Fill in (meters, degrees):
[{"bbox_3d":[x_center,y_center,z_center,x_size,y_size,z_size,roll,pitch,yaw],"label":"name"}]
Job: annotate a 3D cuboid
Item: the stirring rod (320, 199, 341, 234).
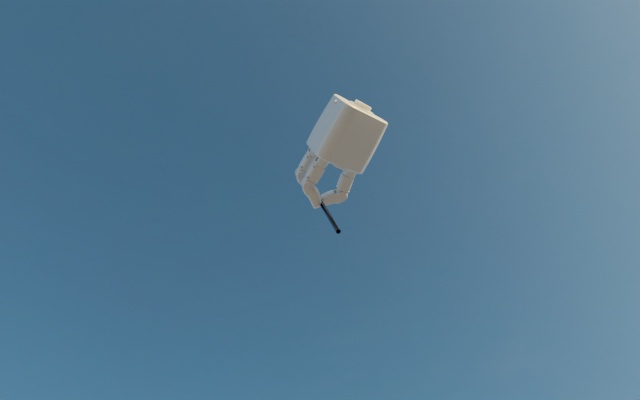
[{"bbox_3d":[0.000,0.003,0.878,0.011,0.011,0.239,0,23,-15],"label":"stirring rod"}]
